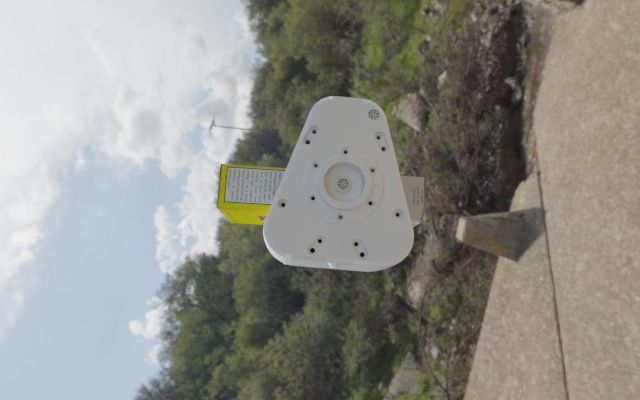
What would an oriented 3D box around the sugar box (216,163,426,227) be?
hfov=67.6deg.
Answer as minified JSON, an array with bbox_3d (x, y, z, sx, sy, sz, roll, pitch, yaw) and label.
[{"bbox_3d":[0.000,0.002,0.444,0.176,0.048,0.093,6,-10,-1],"label":"sugar box"}]
